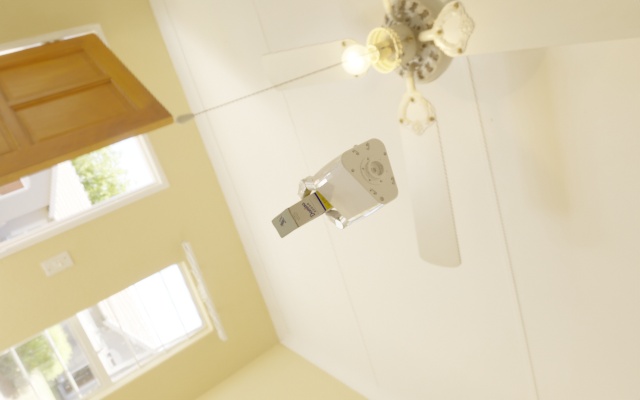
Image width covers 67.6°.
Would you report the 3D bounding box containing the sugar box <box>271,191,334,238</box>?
[{"bbox_3d":[0.000,0.002,0.890,0.176,0.048,0.093,-28,-4,-30],"label":"sugar box"}]
